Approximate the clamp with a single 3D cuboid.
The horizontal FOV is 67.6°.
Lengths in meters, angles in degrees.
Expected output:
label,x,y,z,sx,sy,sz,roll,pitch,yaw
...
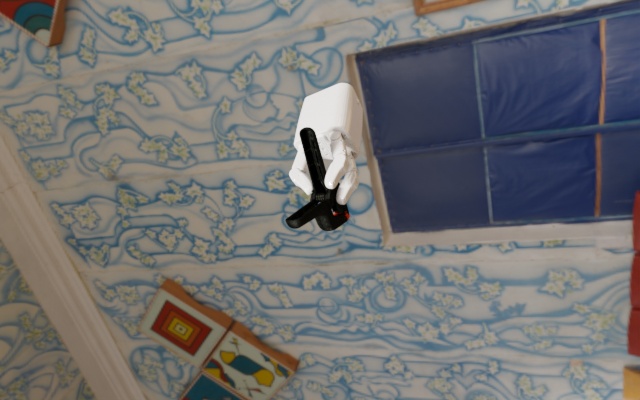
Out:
label,x,y,z,sx,sy,sz,roll,pitch,yaw
clamp,0.000,0.003,0.793,0.036,0.164,0.210,0,-28,24
